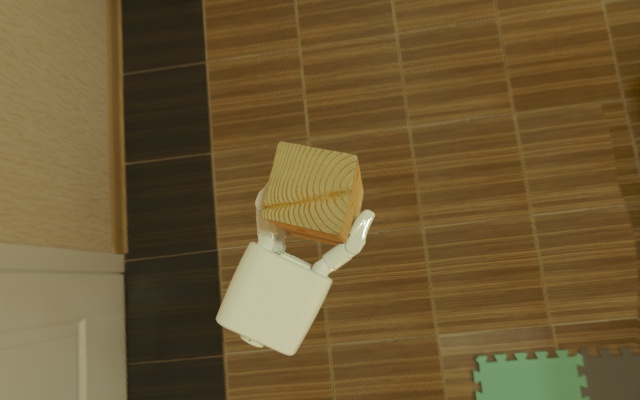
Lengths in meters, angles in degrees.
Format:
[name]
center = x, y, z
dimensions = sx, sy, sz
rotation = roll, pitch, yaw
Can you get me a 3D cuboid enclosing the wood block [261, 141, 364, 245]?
[wood block]
center = 0.000, 0.002, 0.609
dimensions = 0.091, 0.090, 0.206
rotation = 12, -8, 9
